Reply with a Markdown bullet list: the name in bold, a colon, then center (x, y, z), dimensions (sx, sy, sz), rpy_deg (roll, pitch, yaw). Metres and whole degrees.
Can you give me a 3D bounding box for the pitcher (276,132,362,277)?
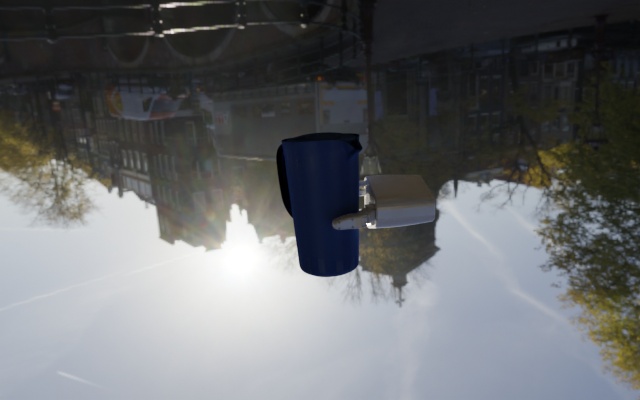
- **pitcher**: center (0.000, 0.003, 0.842), dimensions (0.145, 0.243, 0.149), rpy_deg (-5, 12, -4)
